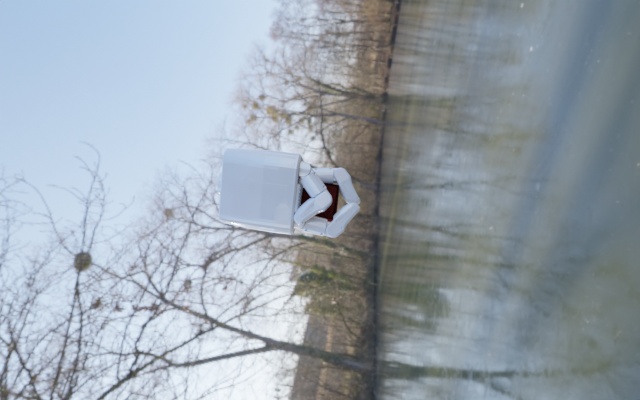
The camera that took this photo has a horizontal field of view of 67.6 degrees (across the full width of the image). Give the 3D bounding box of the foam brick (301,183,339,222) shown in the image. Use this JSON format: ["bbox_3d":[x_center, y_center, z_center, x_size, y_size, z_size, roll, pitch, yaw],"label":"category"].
[{"bbox_3d":[0.000,0.002,0.719,0.051,0.053,0.078,7,-6,3],"label":"foam brick"}]
